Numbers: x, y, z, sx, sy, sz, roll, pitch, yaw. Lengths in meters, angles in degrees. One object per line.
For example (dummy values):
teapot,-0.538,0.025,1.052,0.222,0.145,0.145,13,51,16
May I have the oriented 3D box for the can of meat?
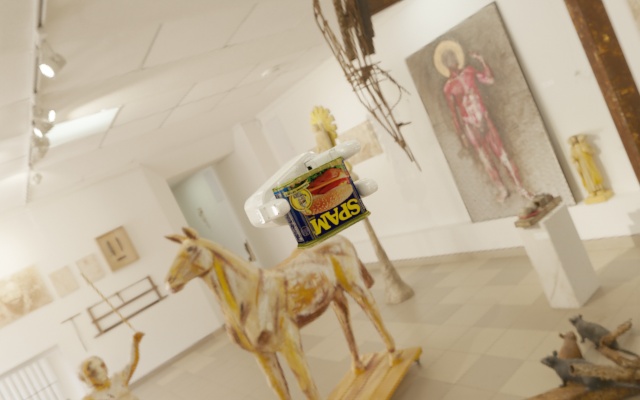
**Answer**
can of meat,0.000,0.002,0.603,0.102,0.084,0.057,-27,5,-21
